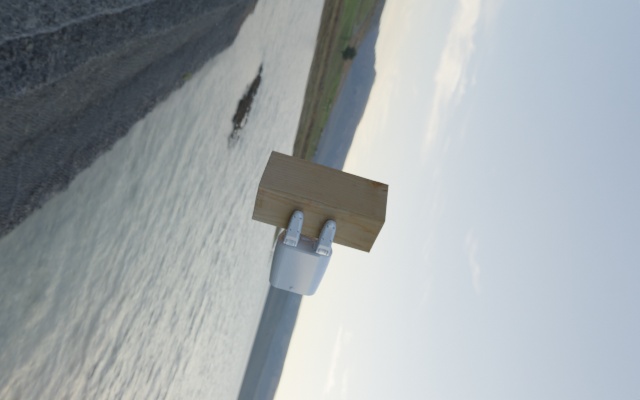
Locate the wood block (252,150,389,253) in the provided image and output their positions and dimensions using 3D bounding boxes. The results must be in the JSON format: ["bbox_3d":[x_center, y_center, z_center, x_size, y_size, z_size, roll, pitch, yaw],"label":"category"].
[{"bbox_3d":[0.000,0.003,0.802,0.206,0.090,0.090,16,-45,-3],"label":"wood block"}]
